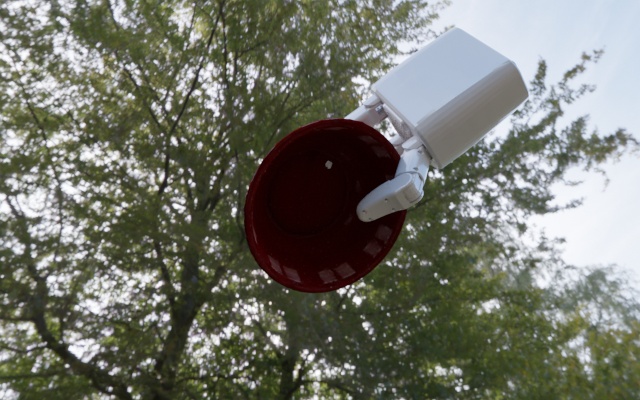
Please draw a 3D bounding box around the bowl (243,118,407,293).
[{"bbox_3d":[-0.001,0.002,0.444,0.162,0.162,0.055,0,16,-26],"label":"bowl"}]
